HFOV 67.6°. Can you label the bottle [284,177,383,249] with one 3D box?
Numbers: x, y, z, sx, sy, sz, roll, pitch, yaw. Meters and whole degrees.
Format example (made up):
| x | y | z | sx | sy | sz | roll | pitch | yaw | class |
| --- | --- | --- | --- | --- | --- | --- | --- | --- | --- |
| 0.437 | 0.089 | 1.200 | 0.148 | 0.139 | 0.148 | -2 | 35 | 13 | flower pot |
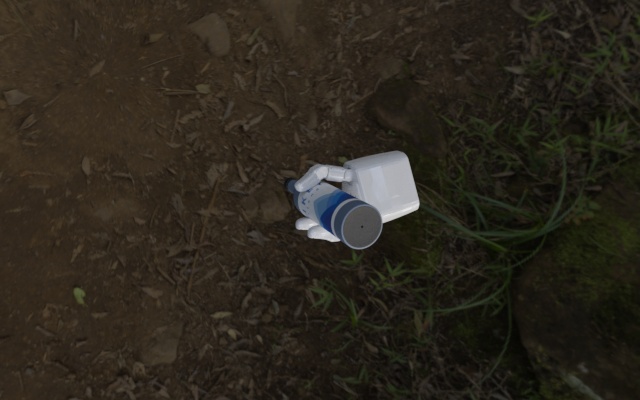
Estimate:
| x | y | z | sx | sy | sz | roll | pitch | yaw | class |
| --- | --- | --- | --- | --- | --- | --- | --- | --- | --- |
| 0.000 | 0.003 | 0.800 | 0.069 | 0.069 | 0.295 | 0 | 14 | -24 | bottle |
